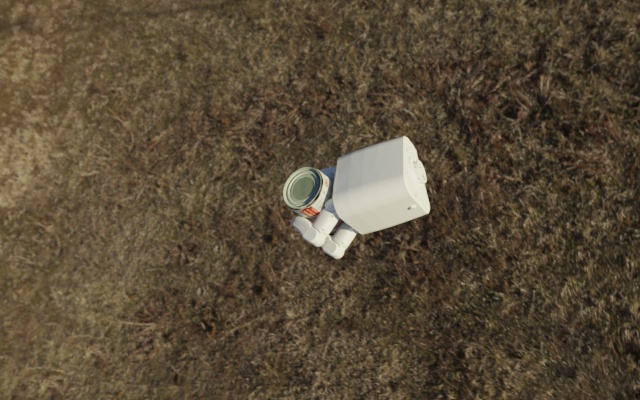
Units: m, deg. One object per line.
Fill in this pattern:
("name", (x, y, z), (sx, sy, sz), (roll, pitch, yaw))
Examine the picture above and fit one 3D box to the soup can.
("soup can", (0.000, 0.002, 0.698), (0.068, 0.068, 0.102), (0, -24, 34))
